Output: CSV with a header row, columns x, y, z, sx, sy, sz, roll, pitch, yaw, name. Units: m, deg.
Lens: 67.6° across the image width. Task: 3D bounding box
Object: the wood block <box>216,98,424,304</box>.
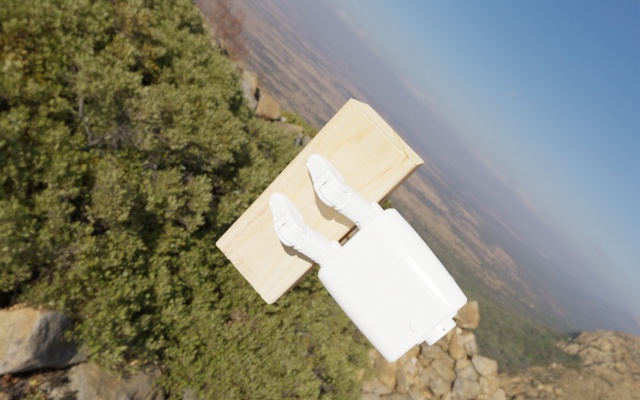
x,y,z,sx,sy,sz,roll,pitch,yaw,name
0.001,0.002,0.507,0.206,0.090,0.091,-45,-8,17,wood block
